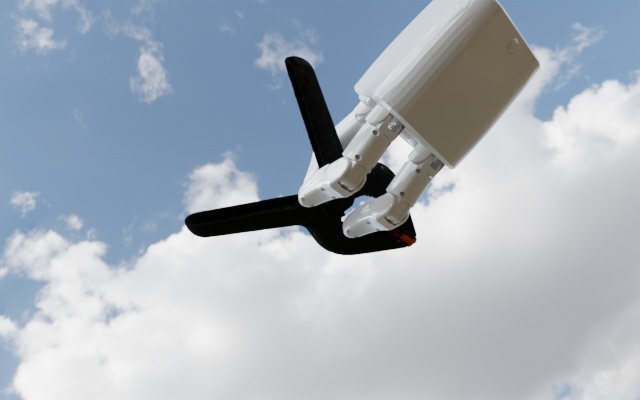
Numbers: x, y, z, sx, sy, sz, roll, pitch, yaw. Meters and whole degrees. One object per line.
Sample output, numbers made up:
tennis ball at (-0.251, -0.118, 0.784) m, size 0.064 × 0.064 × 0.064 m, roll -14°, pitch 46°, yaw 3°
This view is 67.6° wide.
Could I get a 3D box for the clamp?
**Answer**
clamp at (0.000, 0.001, 0.422) m, size 0.210 × 0.164 × 0.036 m, roll 35°, pitch 11°, yaw -32°
